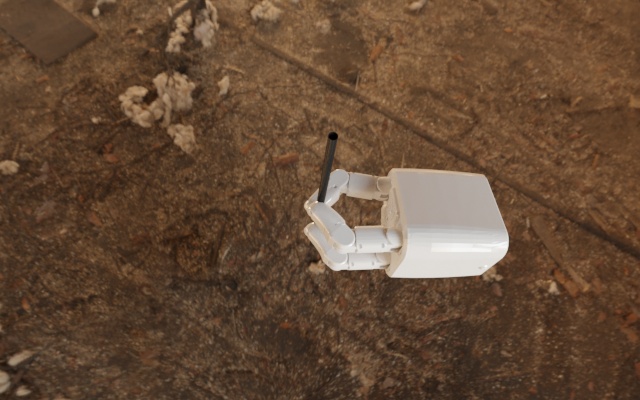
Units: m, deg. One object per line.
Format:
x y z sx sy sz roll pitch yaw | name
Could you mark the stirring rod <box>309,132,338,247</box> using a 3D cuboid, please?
0.000 0.002 0.483 0.011 0.011 0.240 0 -26 -5 | stirring rod
